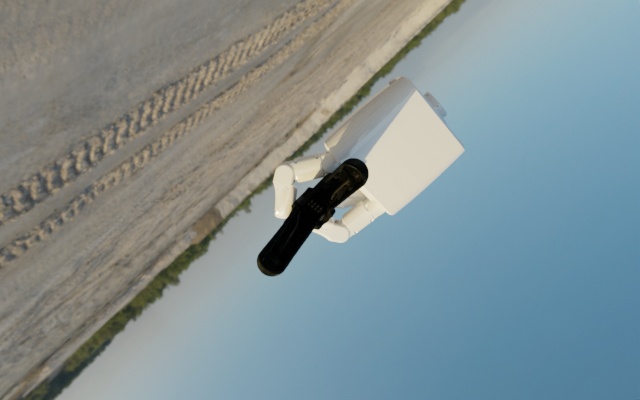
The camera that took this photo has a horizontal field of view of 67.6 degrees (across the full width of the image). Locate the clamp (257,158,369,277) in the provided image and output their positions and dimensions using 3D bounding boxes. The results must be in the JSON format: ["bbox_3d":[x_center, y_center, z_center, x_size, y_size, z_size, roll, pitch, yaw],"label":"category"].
[{"bbox_3d":[0.000,0.002,0.449,0.120,0.039,0.171,-41,7,12],"label":"clamp"}]
